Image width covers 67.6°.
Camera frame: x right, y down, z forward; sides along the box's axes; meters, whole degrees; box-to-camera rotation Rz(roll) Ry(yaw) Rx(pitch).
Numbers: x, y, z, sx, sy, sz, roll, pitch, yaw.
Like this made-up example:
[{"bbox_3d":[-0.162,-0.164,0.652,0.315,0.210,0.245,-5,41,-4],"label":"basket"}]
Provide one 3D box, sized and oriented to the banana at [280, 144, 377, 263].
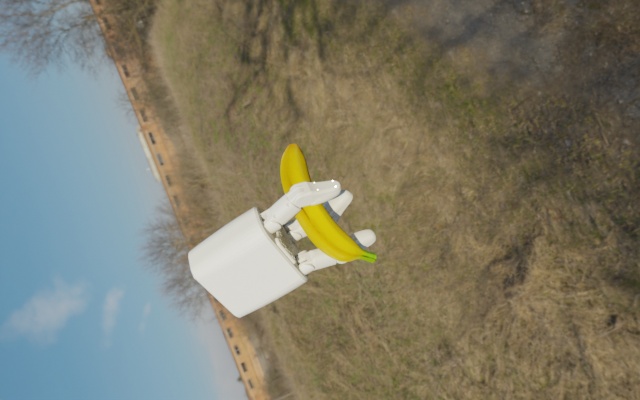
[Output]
[{"bbox_3d":[-0.009,0.005,0.598,0.037,0.197,0.069,-44,-24,27],"label":"banana"}]
